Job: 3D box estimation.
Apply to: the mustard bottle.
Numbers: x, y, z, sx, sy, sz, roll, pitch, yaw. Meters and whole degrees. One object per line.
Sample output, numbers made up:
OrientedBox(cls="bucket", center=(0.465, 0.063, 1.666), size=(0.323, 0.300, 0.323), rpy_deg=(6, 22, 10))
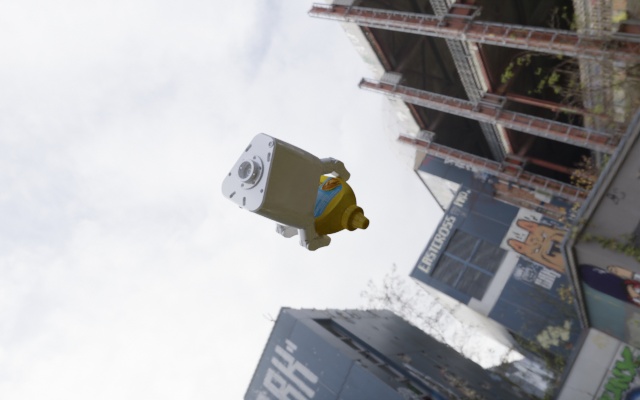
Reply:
OrientedBox(cls="mustard bottle", center=(0.000, 0.003, 0.764), size=(0.191, 0.096, 0.058), rpy_deg=(26, -22, 38))
